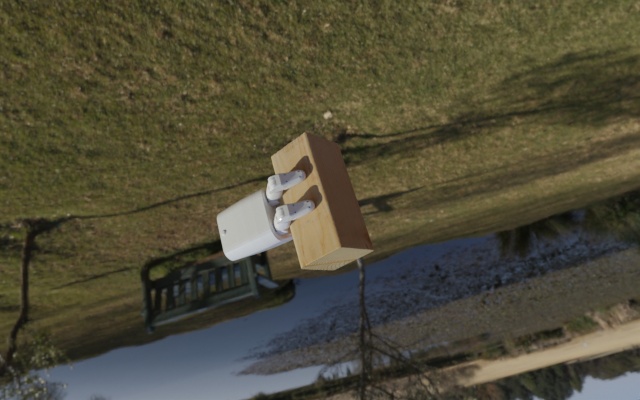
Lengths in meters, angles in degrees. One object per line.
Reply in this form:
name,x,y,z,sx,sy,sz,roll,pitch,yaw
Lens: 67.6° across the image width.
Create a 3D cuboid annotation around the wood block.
wood block,0.000,0.003,0.795,0.090,0.206,0.091,-31,-26,31
